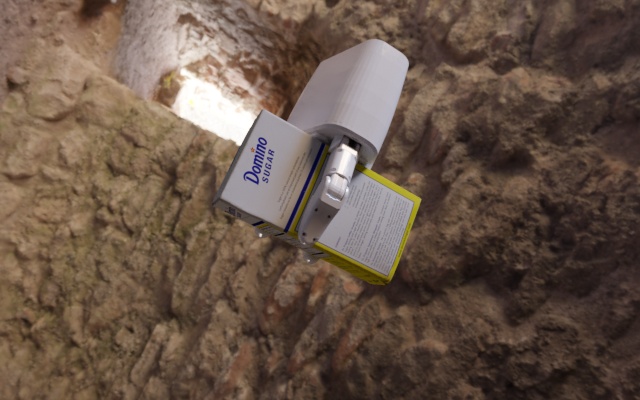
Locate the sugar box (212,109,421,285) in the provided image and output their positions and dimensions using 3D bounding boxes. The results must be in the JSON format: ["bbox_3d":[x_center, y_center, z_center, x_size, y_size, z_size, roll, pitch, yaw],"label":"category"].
[{"bbox_3d":[0.000,0.001,0.443,0.176,0.093,0.048,28,-18,-14],"label":"sugar box"}]
